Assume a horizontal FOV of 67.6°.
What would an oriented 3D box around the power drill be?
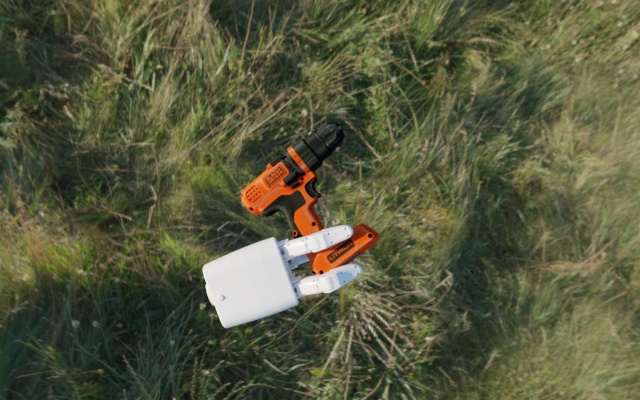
[{"bbox_3d":[0.000,0.003,0.687,0.184,0.187,0.057,-40,-17,8],"label":"power drill"}]
